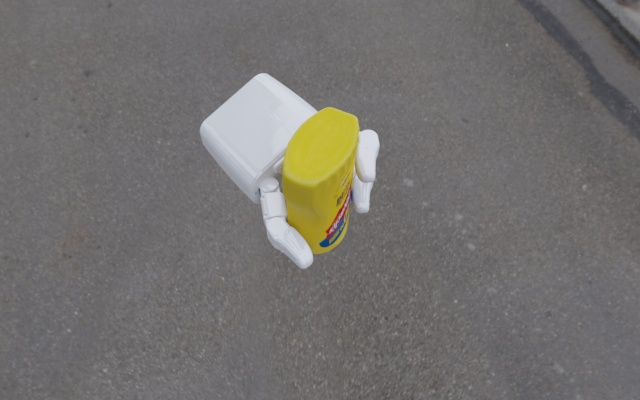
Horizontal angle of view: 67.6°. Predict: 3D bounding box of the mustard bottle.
[{"bbox_3d":[0.000,0.002,0.500,0.058,0.096,0.192,21,-32,13],"label":"mustard bottle"}]
